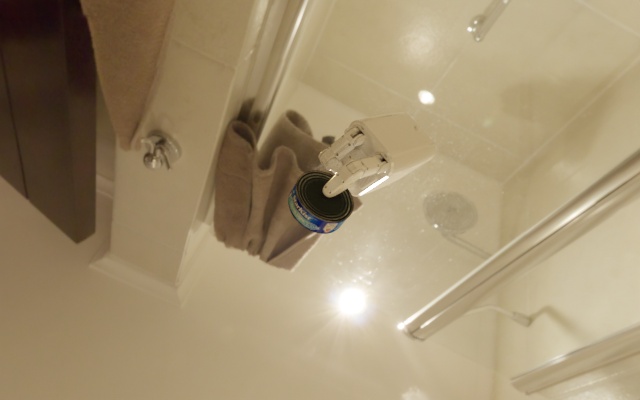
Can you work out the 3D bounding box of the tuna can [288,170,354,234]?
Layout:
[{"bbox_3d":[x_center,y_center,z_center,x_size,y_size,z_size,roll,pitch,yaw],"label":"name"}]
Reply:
[{"bbox_3d":[0.000,0.002,0.650,0.086,0.086,0.034,0,-36,-31],"label":"tuna can"}]
